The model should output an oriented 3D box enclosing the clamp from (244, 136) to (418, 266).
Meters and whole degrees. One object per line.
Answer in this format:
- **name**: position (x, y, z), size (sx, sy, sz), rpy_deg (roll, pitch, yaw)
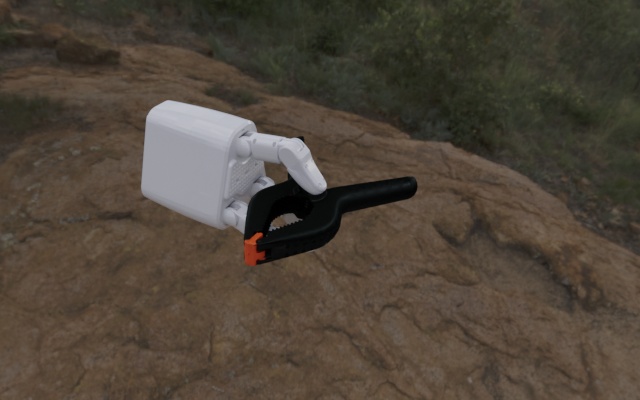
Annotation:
- **clamp**: position (0.000, 0.001, 0.493), size (0.164, 0.036, 0.210), rpy_deg (18, 37, 18)
